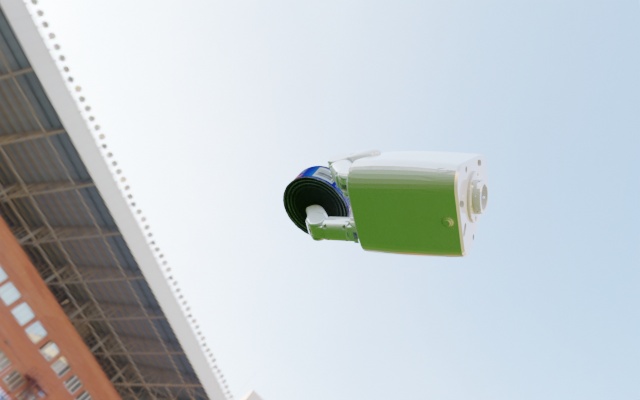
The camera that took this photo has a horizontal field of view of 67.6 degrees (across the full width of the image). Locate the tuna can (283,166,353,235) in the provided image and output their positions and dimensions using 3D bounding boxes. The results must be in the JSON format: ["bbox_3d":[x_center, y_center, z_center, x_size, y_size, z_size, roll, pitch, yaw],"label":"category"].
[{"bbox_3d":[0.000,0.002,0.575,0.086,0.086,0.033,0,31,30],"label":"tuna can"}]
